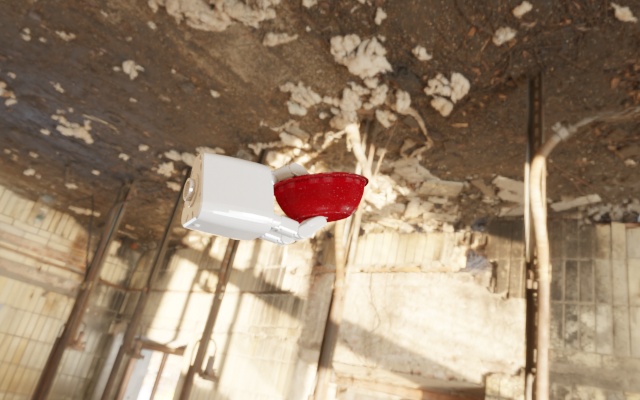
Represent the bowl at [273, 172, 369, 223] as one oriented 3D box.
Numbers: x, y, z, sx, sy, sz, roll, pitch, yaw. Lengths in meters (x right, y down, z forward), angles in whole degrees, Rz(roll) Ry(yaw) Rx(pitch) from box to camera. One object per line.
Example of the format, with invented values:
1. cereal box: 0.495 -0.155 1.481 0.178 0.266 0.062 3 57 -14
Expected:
1. bowl: 0.001 0.003 0.761 0.162 0.055 0.162 -6 -12 -1
